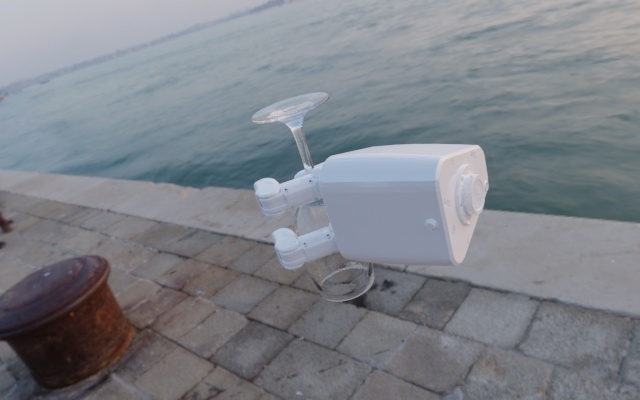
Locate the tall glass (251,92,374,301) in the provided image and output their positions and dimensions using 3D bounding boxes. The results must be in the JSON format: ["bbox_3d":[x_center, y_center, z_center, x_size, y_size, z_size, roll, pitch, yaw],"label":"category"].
[{"bbox_3d":[0.000,0.001,0.473,0.079,0.201,0.079,-15,23,6],"label":"tall glass"}]
